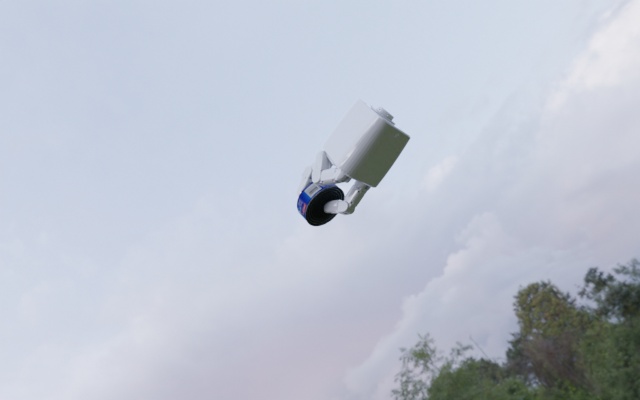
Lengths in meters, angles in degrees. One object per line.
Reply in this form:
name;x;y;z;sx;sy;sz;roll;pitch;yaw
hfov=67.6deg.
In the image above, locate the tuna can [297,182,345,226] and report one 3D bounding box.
tuna can;0.000;0.003;0.864;0.086;0.086;0.033;0;34;-43
